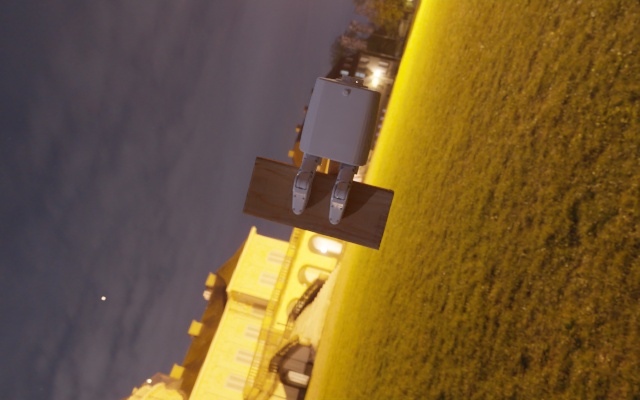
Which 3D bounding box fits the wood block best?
[{"bbox_3d":[0.000,0.002,0.730,0.206,0.090,0.091,15,4,6],"label":"wood block"}]
